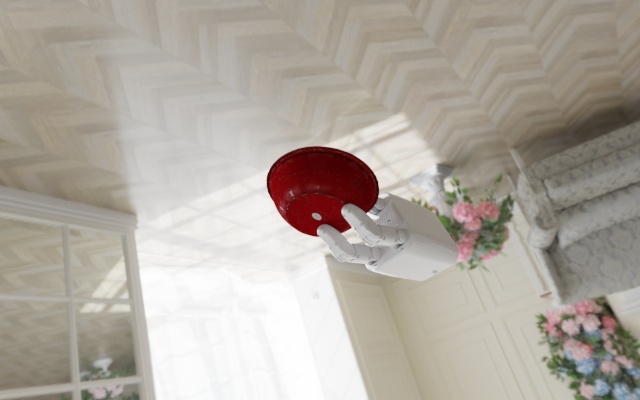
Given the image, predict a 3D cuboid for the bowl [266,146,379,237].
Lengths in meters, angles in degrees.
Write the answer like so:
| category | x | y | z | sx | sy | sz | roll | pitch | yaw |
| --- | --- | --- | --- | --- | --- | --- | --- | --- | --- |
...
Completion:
| category | x | y | z | sx | sy | sz | roll | pitch | yaw |
| --- | --- | --- | --- | --- | --- | --- | --- | --- | --- |
| bowl | -0.001 | 0.002 | 0.662 | 0.162 | 0.055 | 0.162 | 4 | -42 | 4 |
